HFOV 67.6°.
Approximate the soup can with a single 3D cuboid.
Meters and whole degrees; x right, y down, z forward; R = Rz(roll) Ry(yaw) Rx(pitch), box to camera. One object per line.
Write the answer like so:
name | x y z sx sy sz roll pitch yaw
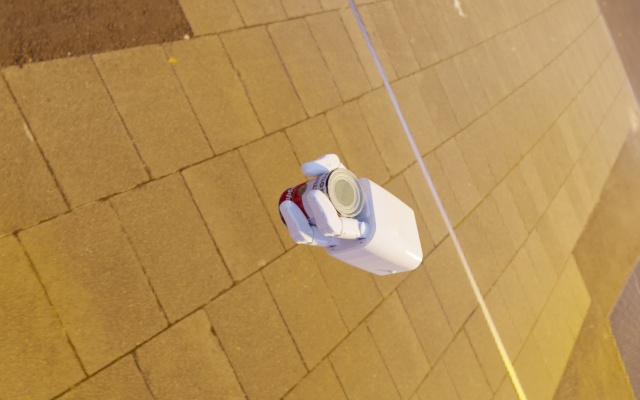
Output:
soup can | 0.000 0.002 0.645 0.068 0.068 0.102 0 -14 -43
